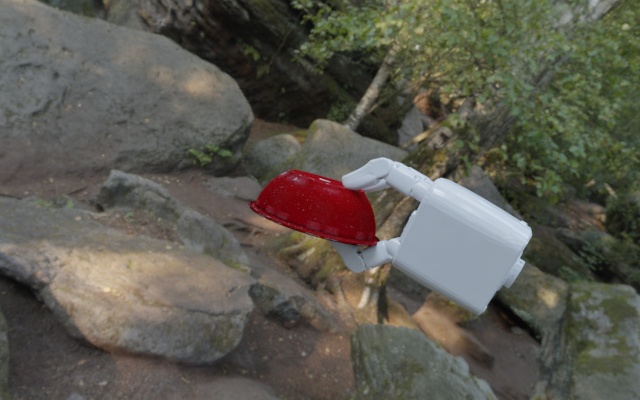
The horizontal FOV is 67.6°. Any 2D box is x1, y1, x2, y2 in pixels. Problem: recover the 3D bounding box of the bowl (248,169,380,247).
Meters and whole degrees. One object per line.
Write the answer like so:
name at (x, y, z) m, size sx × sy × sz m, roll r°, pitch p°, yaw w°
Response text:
bowl at (-0.001, 0.001, 0.564) m, size 0.162 × 0.055 × 0.162 m, roll 16°, pitch 6°, yaw -2°
